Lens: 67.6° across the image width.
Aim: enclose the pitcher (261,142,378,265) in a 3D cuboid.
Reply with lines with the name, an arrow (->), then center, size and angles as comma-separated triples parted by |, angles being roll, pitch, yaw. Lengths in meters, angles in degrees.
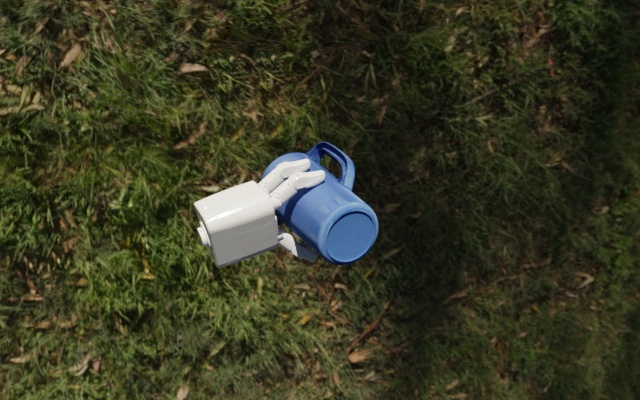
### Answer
pitcher -> 0.000, 0.003, 0.828 | 0.145, 0.149, 0.242 | -18, 28, -20
